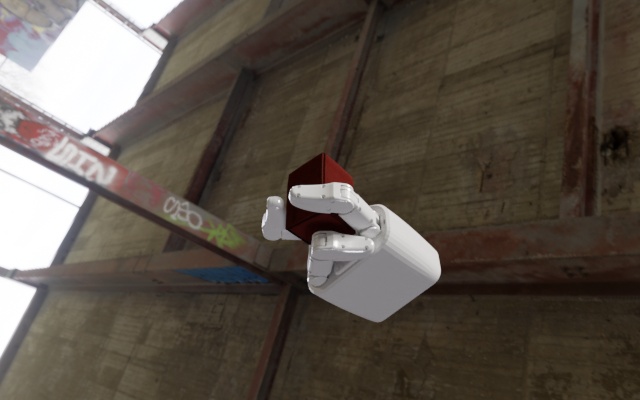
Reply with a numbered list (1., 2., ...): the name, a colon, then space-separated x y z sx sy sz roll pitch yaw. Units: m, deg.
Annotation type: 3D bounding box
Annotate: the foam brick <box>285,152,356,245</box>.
1. foam brick: 0.000 0.001 0.500 0.053 0.078 0.051 -28 -47 32
